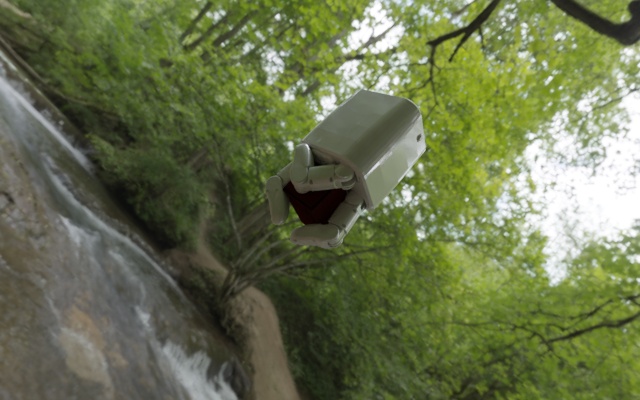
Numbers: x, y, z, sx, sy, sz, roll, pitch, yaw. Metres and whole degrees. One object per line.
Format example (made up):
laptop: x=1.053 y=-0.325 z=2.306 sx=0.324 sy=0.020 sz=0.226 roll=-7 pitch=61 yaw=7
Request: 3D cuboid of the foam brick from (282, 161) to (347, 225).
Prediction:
foam brick: x=0.000 y=0.002 z=0.569 sx=0.053 sy=0.051 sz=0.078 roll=35 pitch=-17 yaw=32
